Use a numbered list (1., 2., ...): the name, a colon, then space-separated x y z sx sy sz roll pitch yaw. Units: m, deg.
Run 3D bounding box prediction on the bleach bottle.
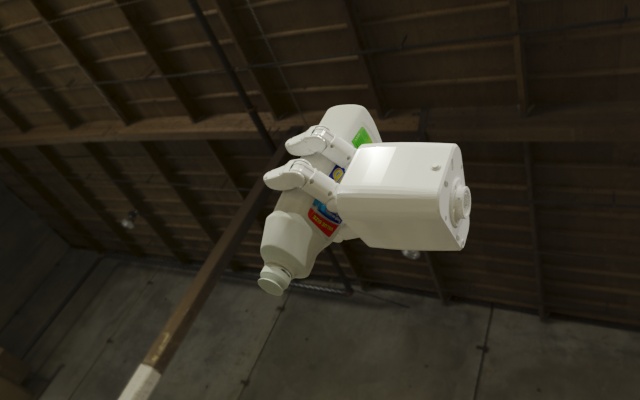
1. bleach bottle: 0.000 0.002 0.552 0.068 0.250 0.103 2 -42 31
